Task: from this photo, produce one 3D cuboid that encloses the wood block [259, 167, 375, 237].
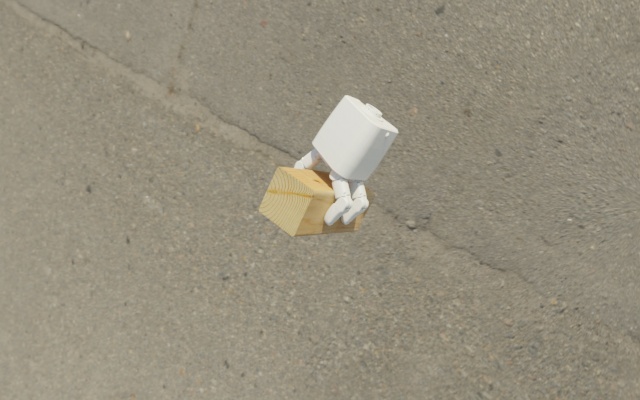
[{"bbox_3d":[0.000,0.002,0.873,0.090,0.090,0.206,35,18,30],"label":"wood block"}]
